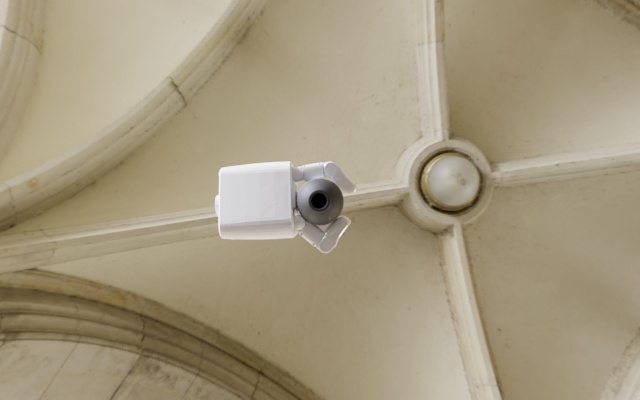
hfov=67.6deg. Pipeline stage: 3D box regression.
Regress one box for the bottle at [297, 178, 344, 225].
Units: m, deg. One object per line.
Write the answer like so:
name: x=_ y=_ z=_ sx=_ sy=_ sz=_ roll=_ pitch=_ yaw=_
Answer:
bottle: x=0.000 y=0.002 z=0.707 sx=0.069 sy=0.069 sz=0.296 roll=0 pitch=-1 yaw=1
